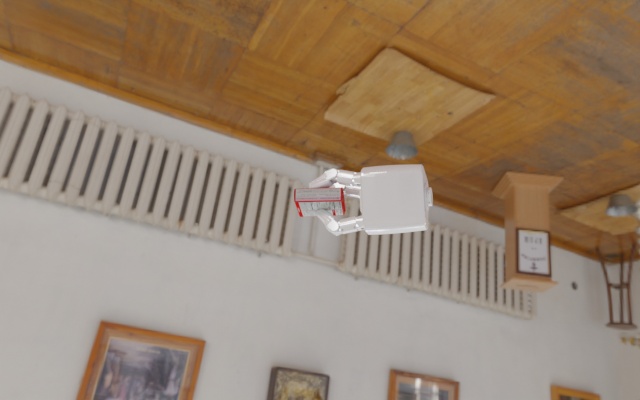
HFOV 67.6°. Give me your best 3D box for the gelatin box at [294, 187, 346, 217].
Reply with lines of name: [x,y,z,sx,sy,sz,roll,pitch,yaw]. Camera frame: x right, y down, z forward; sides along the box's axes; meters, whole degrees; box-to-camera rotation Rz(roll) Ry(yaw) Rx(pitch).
gelatin box: [0.000,0.003,0.874,0.089,0.030,0.073,-2,-23,5]
